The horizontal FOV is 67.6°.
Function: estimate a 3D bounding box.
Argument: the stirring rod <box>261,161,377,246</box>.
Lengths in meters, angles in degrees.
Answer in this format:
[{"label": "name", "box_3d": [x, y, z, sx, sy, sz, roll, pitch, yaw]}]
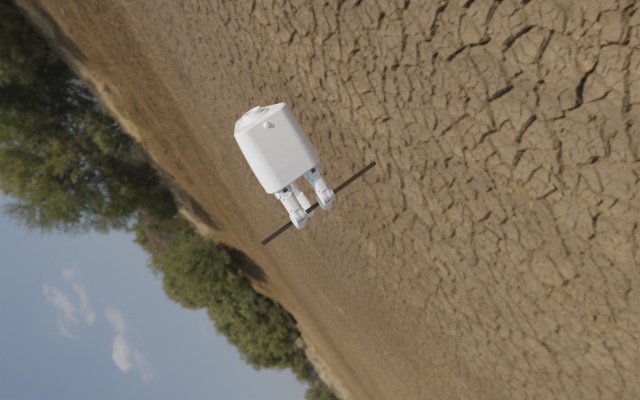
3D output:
[{"label": "stirring rod", "box_3d": [0.000, 0.003, 0.809, 0.239, 0.011, 0.011, -36, 9, -12]}]
